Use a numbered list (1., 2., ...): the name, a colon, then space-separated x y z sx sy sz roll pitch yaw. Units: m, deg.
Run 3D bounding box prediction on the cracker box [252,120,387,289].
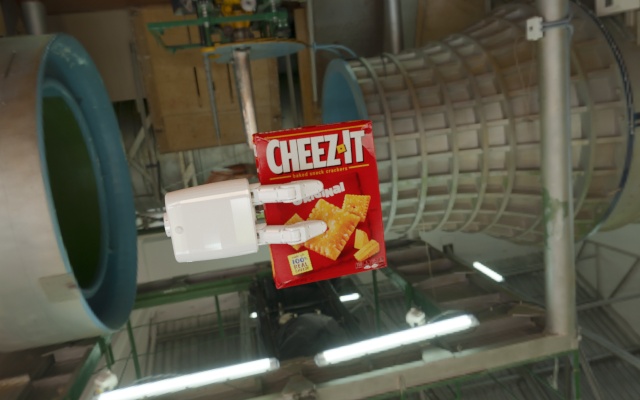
1. cracker box: 0.000 0.002 0.675 0.164 0.214 0.072 -9 11 -10
